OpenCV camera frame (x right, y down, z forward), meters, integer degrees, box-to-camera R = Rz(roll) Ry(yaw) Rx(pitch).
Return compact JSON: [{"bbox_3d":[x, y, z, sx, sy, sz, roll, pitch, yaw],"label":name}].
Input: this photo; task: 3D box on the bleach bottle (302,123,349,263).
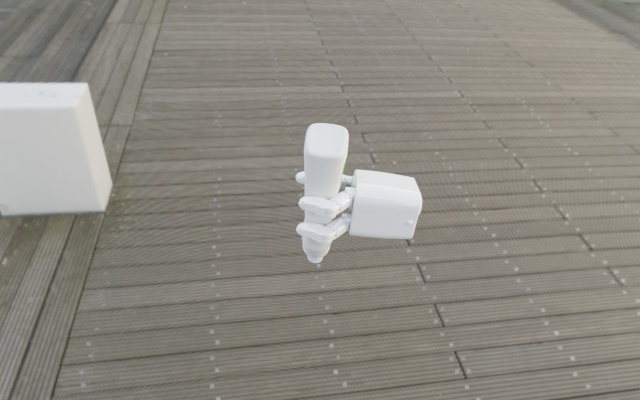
[{"bbox_3d":[0.000,0.003,0.812,0.068,0.251,0.102,6,39,1],"label":"bleach bottle"}]
